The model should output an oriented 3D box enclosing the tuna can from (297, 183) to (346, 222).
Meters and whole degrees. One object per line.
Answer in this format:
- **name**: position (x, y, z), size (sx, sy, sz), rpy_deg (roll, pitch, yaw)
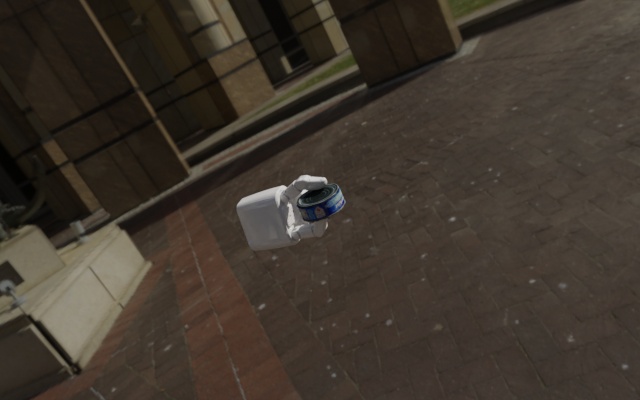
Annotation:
- **tuna can**: position (0.000, 0.002, 0.875), size (0.086, 0.034, 0.086), rpy_deg (-20, 22, 8)
